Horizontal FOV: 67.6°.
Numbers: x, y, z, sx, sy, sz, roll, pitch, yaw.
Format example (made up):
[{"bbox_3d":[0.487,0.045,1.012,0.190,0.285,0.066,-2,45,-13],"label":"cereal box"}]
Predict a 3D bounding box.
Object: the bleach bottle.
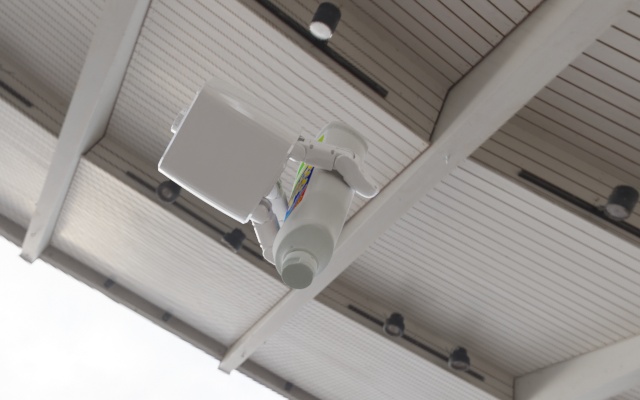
[{"bbox_3d":[0.000,0.002,0.518,0.068,0.103,0.250,32,27,-9],"label":"bleach bottle"}]
